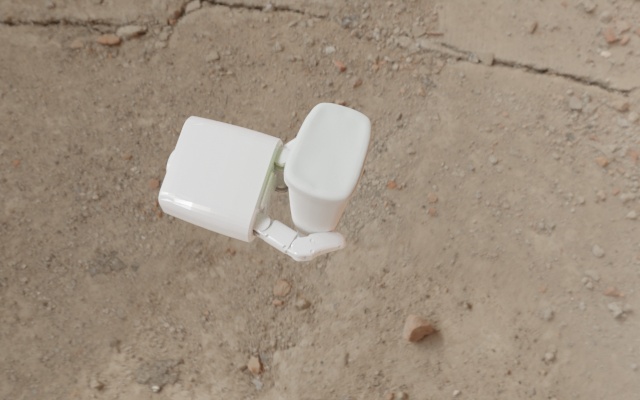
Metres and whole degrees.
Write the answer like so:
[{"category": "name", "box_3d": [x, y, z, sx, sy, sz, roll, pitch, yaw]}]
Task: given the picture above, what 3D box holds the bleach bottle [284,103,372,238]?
[{"category": "bleach bottle", "box_3d": [0.000, 0.002, 0.540, 0.068, 0.102, 0.251, 19, -24, 4]}]
